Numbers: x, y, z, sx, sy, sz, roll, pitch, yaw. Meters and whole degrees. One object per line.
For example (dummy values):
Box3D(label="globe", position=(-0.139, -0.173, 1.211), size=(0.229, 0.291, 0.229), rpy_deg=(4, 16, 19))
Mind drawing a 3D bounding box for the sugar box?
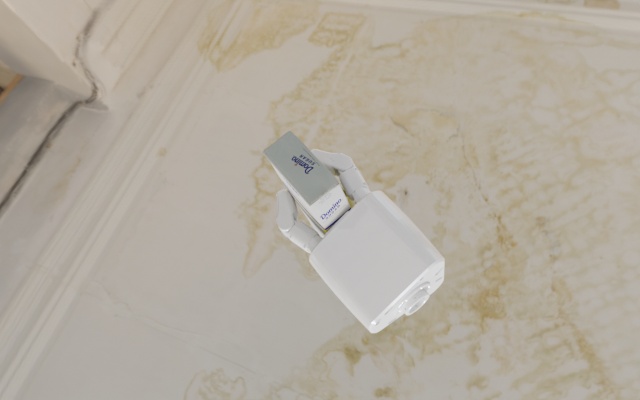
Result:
Box3D(label="sugar box", position=(0.001, 0.002, 0.568), size=(0.048, 0.093, 0.176), rpy_deg=(-38, -29, -7))
